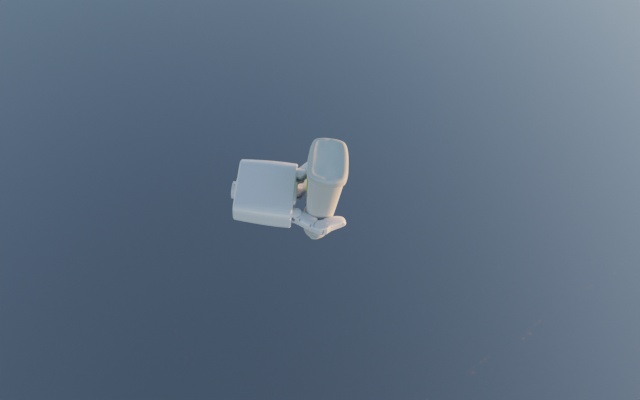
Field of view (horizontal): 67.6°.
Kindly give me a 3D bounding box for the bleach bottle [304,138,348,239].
[{"bbox_3d":[0.000,0.003,0.883,0.068,0.102,0.251,7,-36,-3],"label":"bleach bottle"}]
